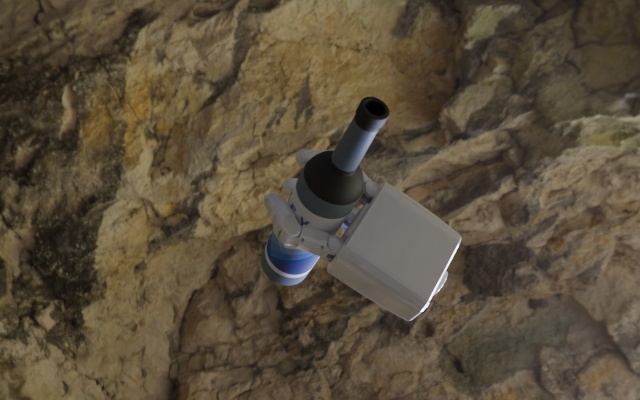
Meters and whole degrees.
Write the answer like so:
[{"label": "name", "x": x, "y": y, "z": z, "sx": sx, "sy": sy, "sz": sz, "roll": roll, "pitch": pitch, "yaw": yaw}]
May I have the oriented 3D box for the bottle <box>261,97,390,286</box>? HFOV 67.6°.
[{"label": "bottle", "x": 0.000, "y": 0.002, "z": 0.522, "sx": 0.069, "sy": 0.069, "sz": 0.296, "roll": 0, "pitch": -33, "yaw": -22}]
